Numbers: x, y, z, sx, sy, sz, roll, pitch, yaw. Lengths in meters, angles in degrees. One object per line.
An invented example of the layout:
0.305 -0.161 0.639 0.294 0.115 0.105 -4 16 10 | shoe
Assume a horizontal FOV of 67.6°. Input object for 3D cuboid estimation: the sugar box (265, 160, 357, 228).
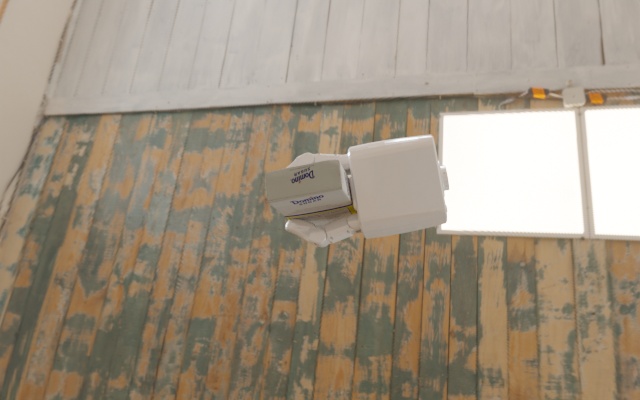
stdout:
0.000 0.002 0.630 0.093 0.048 0.176 -10 -22 11 | sugar box
